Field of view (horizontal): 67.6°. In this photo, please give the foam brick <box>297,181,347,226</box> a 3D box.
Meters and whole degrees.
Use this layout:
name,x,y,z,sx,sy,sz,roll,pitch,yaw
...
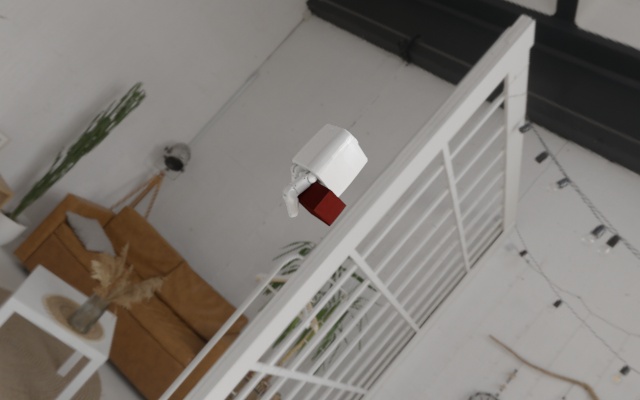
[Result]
name,x,y,z,sx,sy,sz,roll,pitch,yaw
foam brick,0.000,0.003,0.895,0.053,0.051,0.078,45,-7,-33
